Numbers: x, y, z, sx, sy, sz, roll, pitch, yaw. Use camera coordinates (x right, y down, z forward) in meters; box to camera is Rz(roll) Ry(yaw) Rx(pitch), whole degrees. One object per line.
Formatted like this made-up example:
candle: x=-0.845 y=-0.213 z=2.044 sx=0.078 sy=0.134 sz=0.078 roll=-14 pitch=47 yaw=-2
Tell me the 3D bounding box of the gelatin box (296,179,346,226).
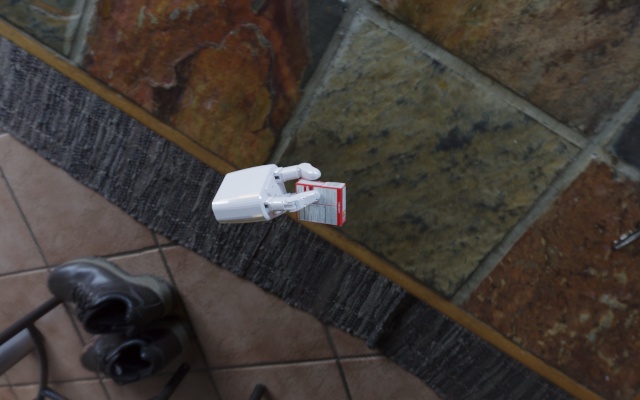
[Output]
gelatin box: x=0.000 y=0.003 z=0.858 sx=0.089 sy=0.073 sz=0.030 roll=7 pitch=23 yaw=19
